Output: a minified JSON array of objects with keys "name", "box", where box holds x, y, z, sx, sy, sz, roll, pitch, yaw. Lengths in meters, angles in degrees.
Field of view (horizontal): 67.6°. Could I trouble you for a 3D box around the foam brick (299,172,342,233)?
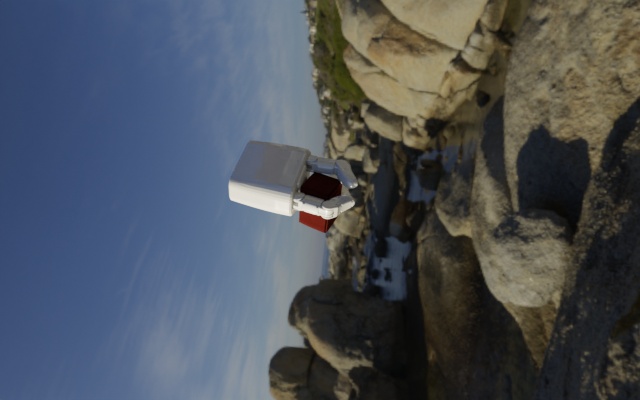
[{"name":"foam brick","box":[0.000,0.003,0.783,0.051,0.078,0.053,19,39,18]}]
